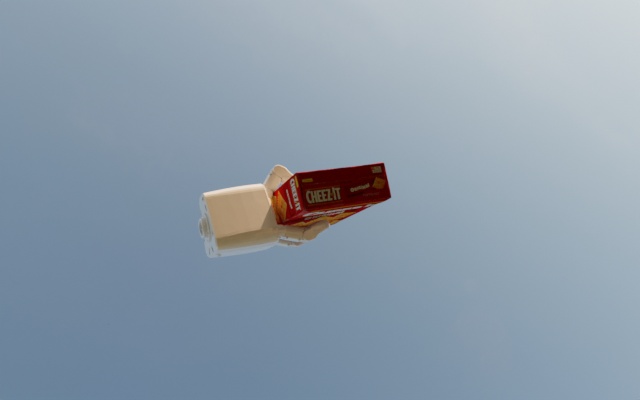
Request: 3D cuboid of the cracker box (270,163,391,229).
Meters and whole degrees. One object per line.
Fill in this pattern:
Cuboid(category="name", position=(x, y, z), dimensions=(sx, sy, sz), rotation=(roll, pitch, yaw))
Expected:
Cuboid(category="cracker box", position=(0.000, 0.003, 0.852), dimensions=(0.164, 0.072, 0.214), rotation=(-9, -10, -25))
